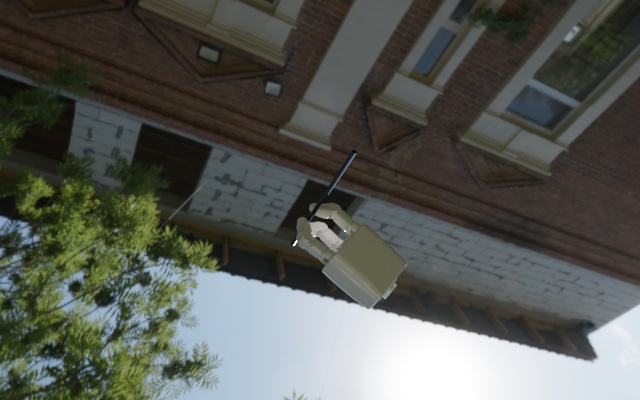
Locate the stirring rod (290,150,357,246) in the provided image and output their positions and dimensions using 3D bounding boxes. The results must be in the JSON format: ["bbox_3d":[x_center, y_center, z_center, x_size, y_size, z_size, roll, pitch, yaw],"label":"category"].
[{"bbox_3d":[0.000,0.003,0.821,0.011,0.011,0.240,0,-41,-36],"label":"stirring rod"}]
